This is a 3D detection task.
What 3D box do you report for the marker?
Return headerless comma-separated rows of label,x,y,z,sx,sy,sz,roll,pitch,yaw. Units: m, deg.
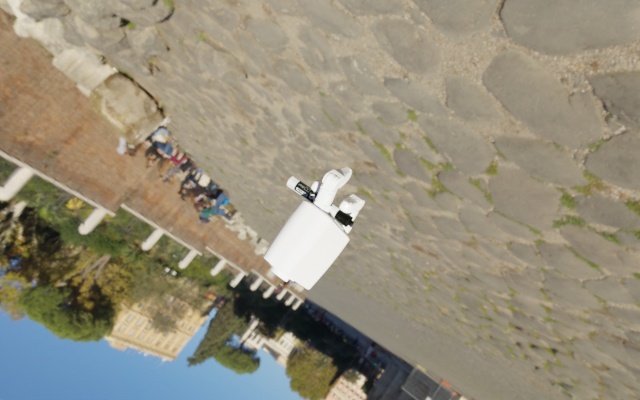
marker,0.000,0.002,0.724,0.121,0.020,0.020,35,12,18
